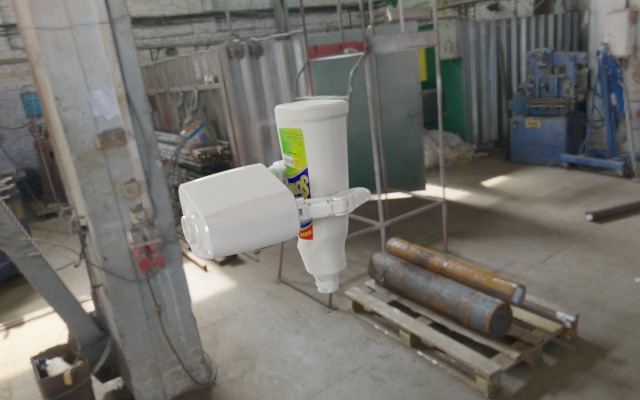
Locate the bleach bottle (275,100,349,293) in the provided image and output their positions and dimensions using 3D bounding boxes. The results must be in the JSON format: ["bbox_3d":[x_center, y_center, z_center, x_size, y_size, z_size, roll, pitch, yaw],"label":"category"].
[{"bbox_3d":[0.000,0.002,0.609,0.068,0.251,0.102,-16,18,-27],"label":"bleach bottle"}]
